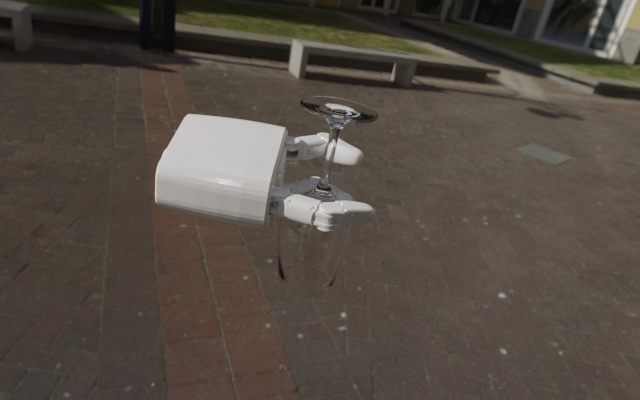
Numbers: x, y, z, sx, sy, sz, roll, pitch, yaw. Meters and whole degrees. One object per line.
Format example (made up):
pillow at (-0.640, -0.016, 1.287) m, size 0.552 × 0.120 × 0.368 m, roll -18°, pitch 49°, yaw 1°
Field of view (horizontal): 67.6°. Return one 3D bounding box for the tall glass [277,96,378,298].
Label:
tall glass at (0.000, 0.001, 0.489) m, size 0.079 × 0.201 × 0.079 m, roll 9°, pitch 26°, yaw -4°
